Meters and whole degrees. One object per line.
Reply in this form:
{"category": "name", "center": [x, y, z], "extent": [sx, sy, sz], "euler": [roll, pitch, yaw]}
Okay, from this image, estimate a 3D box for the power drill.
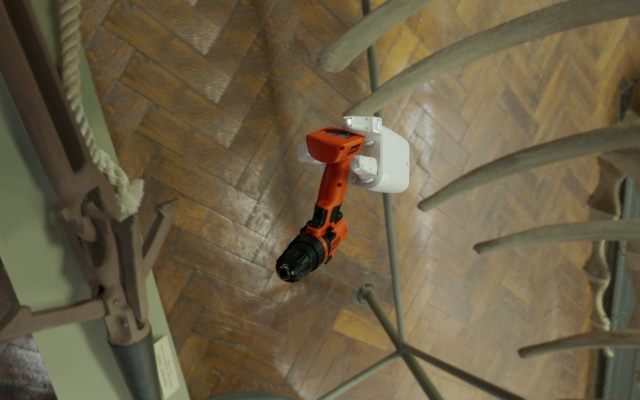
{"category": "power drill", "center": [0.000, 0.002, 0.641], "extent": [0.057, 0.188, 0.184], "euler": [18, 22, 15]}
